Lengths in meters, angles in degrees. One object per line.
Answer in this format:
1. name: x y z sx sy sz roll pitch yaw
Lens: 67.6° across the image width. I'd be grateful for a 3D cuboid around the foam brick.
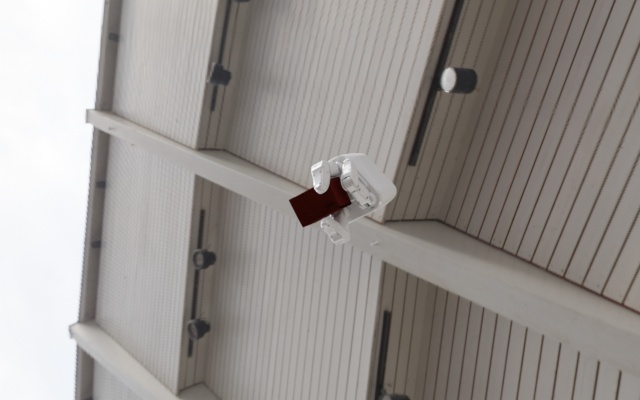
1. foam brick: 0.000 0.003 0.779 0.078 0.053 0.051 -27 -4 26
